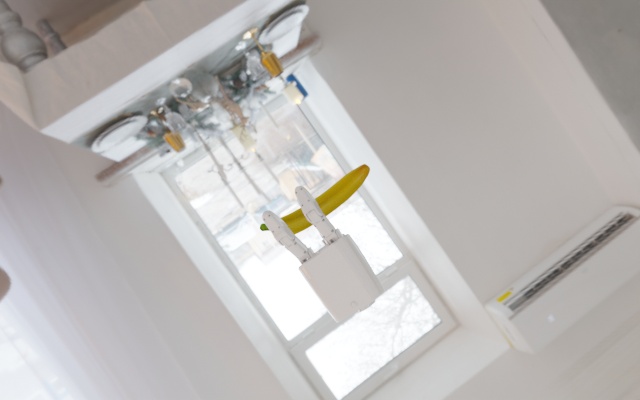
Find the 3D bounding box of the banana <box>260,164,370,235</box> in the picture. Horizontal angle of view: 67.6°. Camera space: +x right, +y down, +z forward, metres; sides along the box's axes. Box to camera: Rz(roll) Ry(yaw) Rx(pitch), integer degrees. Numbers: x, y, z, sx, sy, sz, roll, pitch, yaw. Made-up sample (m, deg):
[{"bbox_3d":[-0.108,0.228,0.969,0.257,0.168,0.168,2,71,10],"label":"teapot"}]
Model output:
[{"bbox_3d":[-0.002,0.009,0.773,0.198,0.037,0.070,-32,-12,-5],"label":"banana"}]
